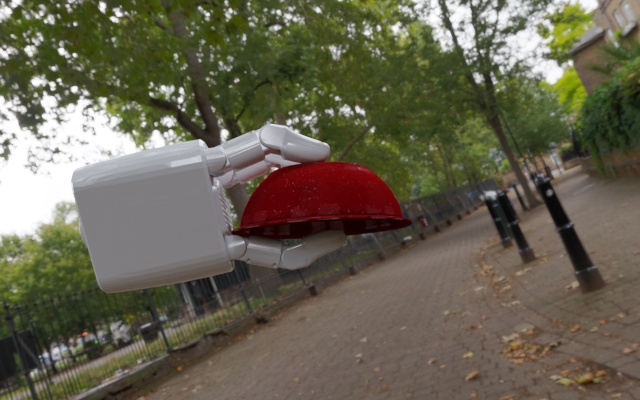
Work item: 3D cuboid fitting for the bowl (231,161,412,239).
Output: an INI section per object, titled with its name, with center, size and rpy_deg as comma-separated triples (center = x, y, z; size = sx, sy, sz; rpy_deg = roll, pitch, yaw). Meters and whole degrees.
[bowl]
center = 0.001, 0.001, 0.436
size = 0.162, 0.055, 0.162
rpy_deg = -3, -9, 0
